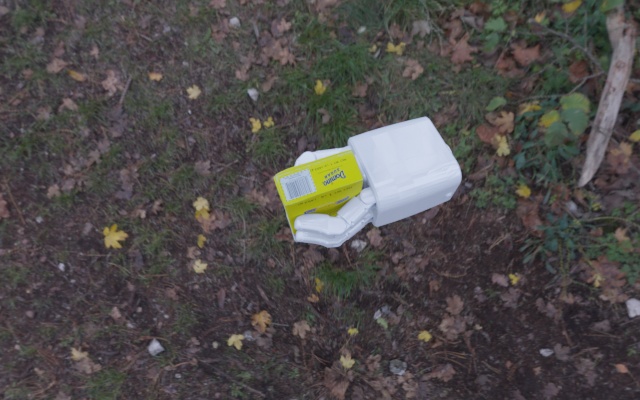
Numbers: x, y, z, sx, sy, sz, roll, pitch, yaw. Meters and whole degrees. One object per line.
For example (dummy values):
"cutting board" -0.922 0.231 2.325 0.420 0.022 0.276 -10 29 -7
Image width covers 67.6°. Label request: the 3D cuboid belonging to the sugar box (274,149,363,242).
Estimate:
"sugar box" 0.000 0.002 0.597 0.093 0.048 0.176 -18 -20 -4
